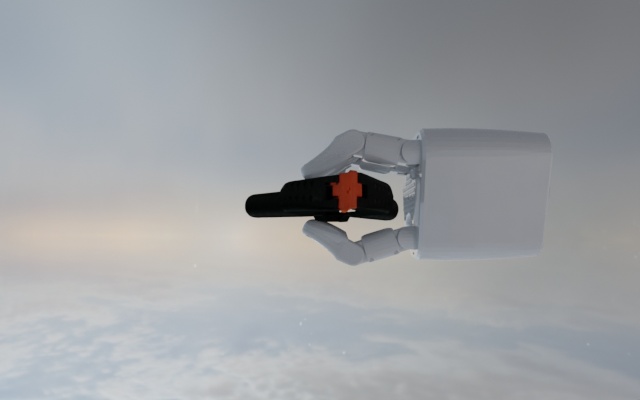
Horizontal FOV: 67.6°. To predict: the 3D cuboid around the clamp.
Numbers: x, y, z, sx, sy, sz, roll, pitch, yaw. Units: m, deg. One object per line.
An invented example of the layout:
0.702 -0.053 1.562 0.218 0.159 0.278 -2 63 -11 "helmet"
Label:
0.000 0.002 0.430 0.164 0.036 0.210 0 -4 2 "clamp"
